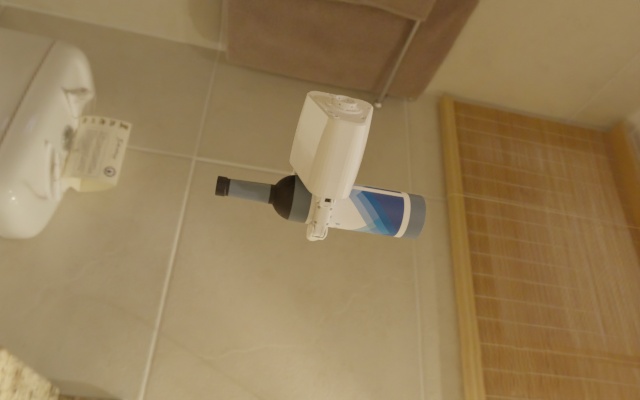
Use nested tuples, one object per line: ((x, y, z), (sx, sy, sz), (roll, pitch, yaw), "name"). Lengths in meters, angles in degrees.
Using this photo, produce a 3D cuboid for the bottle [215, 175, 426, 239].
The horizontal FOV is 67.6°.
((0.000, 0.002, 0.682), (0.296, 0.069, 0.069), (9, -2, -10), "bottle")
